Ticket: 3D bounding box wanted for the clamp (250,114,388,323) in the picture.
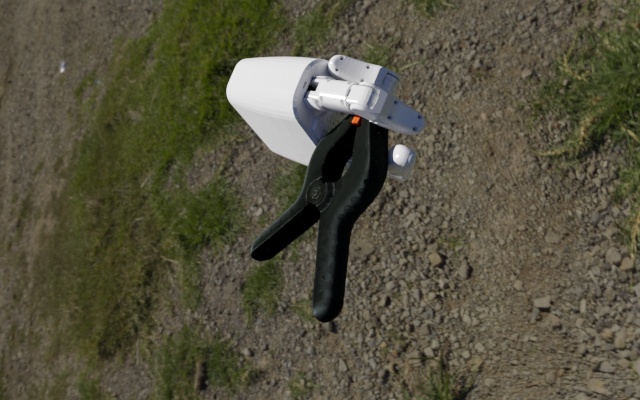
[{"bbox_3d":[0.000,0.001,0.400,0.120,0.171,0.039,19,-5,43],"label":"clamp"}]
